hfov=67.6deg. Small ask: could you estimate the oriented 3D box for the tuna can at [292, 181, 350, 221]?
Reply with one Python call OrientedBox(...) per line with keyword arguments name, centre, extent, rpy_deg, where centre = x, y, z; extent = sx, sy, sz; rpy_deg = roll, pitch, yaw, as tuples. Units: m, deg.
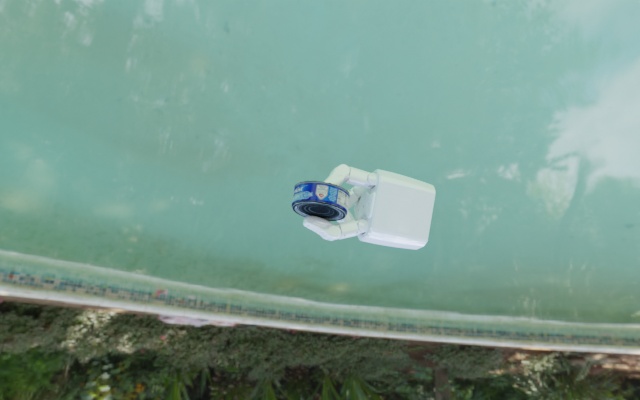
OrientedBox(name="tuna can", centre=(0.000, 0.003, 0.718), extent=(0.086, 0.033, 0.086), rpy_deg=(8, -20, 3))
